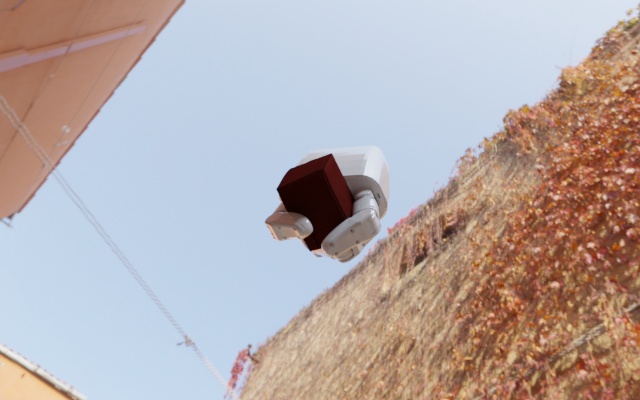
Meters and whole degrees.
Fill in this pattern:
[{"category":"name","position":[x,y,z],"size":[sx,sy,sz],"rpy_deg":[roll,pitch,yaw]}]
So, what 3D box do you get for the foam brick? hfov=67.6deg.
[{"category":"foam brick","position":[0.000,0.001,0.478],"size":[0.053,0.078,0.051],"rpy_deg":[-19,21,20]}]
